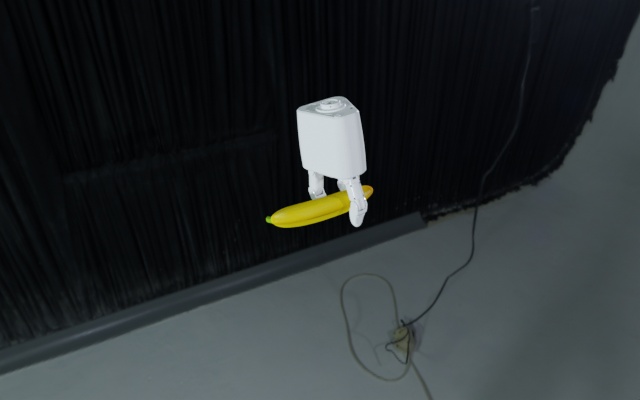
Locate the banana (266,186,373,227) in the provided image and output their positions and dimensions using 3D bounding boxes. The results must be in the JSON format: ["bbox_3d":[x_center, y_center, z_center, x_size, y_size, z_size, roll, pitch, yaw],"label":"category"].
[{"bbox_3d":[-0.002,0.010,0.822,0.198,0.037,0.069,-15,22,1],"label":"banana"}]
